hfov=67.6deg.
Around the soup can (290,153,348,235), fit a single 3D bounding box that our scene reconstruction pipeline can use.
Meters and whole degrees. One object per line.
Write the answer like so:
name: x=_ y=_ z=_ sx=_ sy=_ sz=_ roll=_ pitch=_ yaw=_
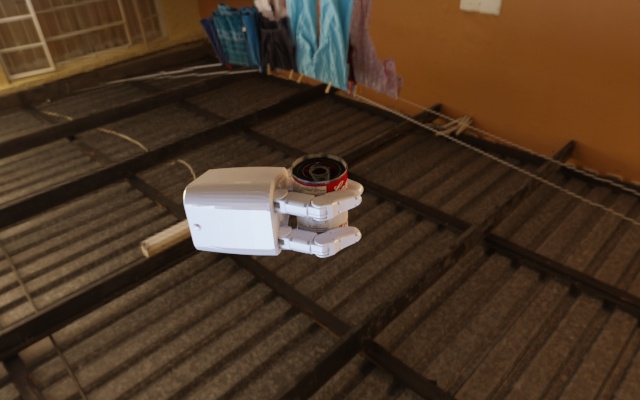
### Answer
soup can: x=0.001 y=0.002 z=0.592 sx=0.068 sy=0.102 sz=0.068 roll=-2 pitch=34 yaw=2
